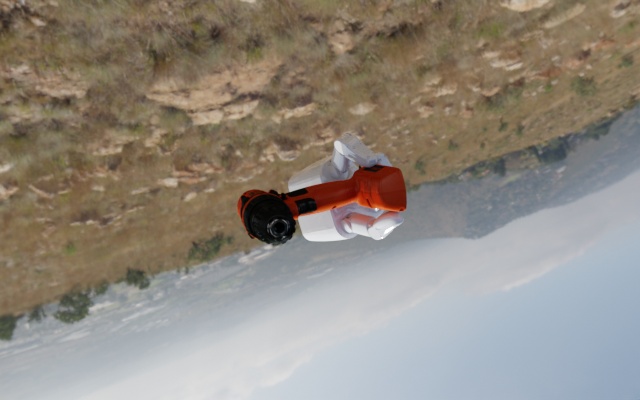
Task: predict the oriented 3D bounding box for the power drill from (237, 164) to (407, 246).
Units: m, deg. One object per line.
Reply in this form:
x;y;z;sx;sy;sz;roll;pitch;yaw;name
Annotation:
0.000;0.002;0.555;0.187;0.057;0.184;-11;11;-15;power drill
